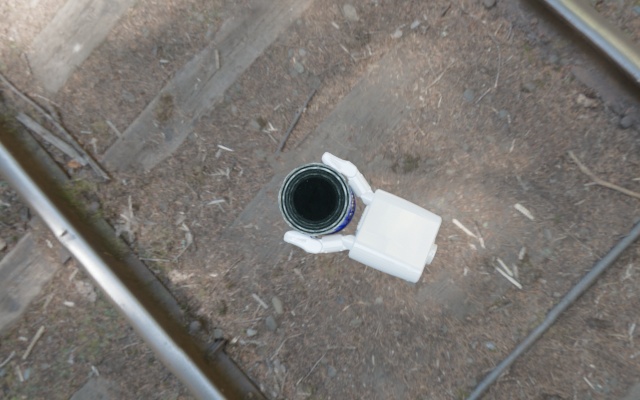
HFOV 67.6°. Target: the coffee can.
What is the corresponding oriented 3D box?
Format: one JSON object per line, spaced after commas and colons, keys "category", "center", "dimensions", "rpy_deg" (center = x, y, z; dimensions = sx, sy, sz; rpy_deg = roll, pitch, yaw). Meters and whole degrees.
{"category": "coffee can", "center": [0.000, 0.002, 0.732], "dimensions": [0.103, 0.103, 0.140], "rpy_deg": [0, -3, 7]}
